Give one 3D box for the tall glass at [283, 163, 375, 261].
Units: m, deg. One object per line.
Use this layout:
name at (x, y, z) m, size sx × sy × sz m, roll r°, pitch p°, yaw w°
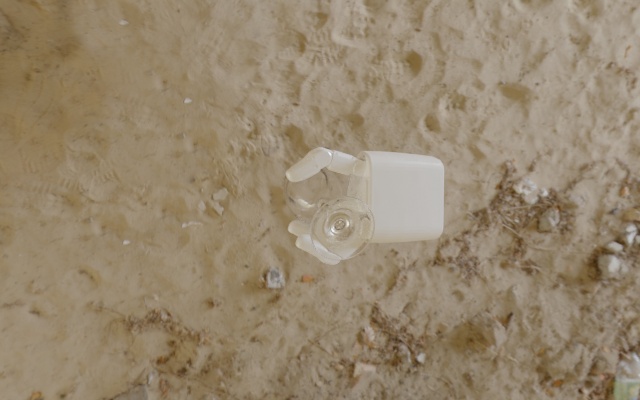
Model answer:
tall glass at (0.000, 0.002, 0.608) m, size 0.079 × 0.079 × 0.201 m, roll 0°, pitch 17°, yaw -15°
